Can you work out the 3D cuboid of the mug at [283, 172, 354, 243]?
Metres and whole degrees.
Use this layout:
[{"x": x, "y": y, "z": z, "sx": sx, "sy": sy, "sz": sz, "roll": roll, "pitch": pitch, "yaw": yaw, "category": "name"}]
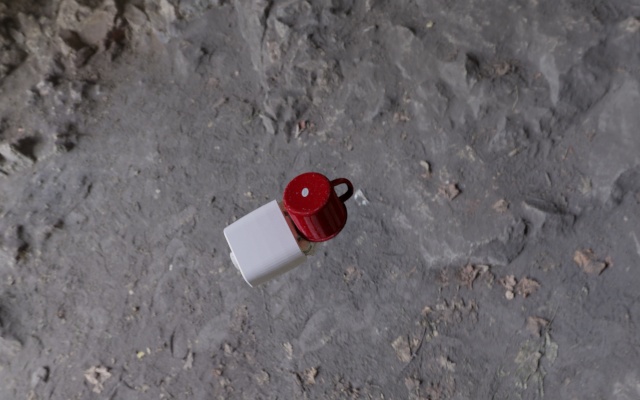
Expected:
[{"x": 0.001, "y": 0.002, "z": 0.766, "sx": 0.117, "sy": 0.093, "sz": 0.081, "roll": -28, "pitch": -36, "yaw": -1, "category": "mug"}]
